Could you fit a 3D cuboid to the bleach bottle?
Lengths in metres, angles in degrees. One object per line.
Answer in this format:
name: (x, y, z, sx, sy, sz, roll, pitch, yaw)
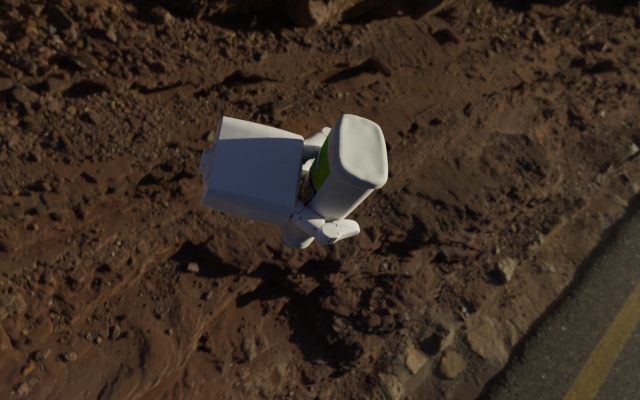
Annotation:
bleach bottle: (0.000, 0.002, 0.640, 0.068, 0.102, 0.251, 14, -37, -18)
